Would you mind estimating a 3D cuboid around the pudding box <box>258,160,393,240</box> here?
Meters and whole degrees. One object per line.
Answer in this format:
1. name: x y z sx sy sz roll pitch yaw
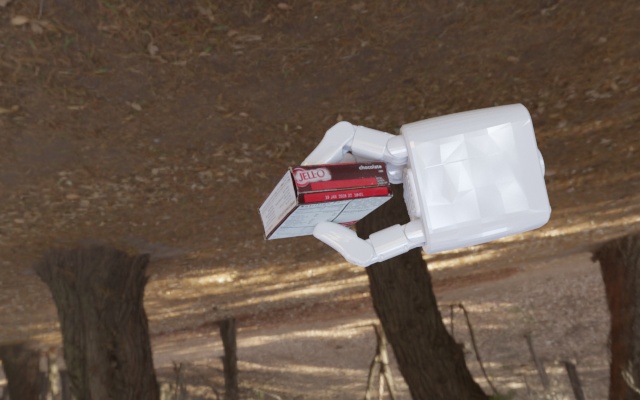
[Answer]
1. pudding box: 0.000 0.002 0.439 0.090 0.039 0.113 -4 -19 -23
